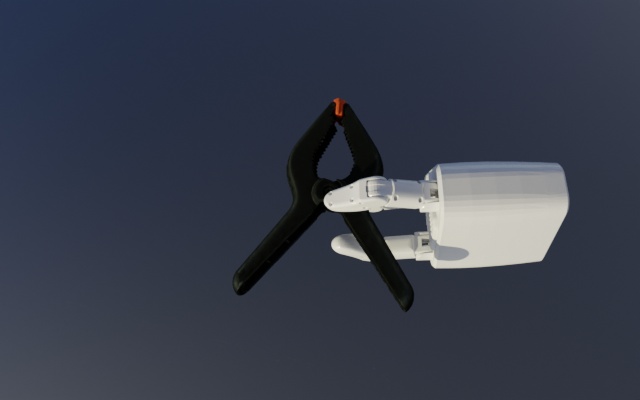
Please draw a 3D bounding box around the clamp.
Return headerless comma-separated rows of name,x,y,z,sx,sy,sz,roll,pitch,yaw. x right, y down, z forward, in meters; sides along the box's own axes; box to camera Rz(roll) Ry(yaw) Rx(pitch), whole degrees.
clamp,0.000,0.001,0.458,0.164,0.210,0.036,-3,-19,6
